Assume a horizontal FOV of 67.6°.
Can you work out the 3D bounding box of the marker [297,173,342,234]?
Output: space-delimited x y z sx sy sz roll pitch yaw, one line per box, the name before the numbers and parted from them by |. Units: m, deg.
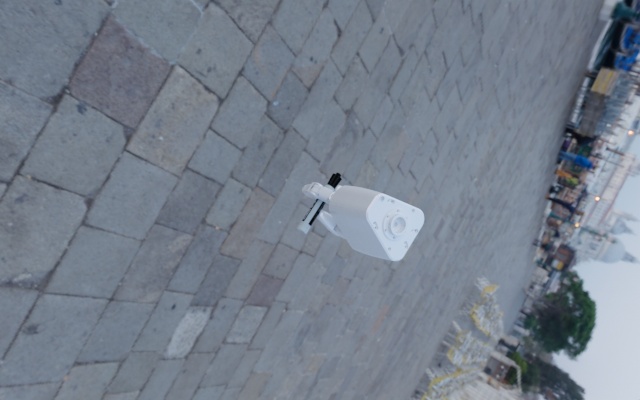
marker | 0.000 0.003 0.824 0.020 0.121 0.020 32 -12 8
